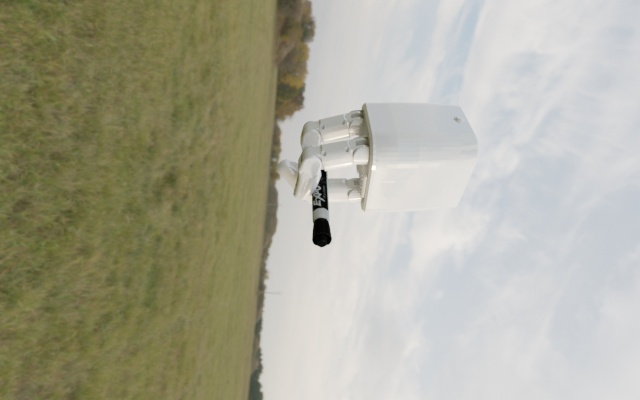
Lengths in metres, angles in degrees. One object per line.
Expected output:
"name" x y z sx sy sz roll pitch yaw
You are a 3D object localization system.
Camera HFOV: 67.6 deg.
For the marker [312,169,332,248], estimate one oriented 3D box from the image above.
"marker" 0.000 0.002 0.488 0.020 0.020 0.121 0 40 -2
